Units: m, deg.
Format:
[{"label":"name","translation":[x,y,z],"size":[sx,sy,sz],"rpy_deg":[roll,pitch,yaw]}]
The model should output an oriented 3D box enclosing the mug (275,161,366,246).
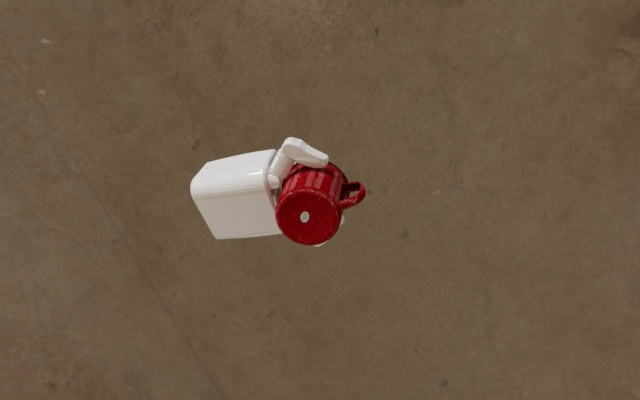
[{"label":"mug","translation":[0.001,0.002,0.606],"size":[0.117,0.093,0.081],"rpy_deg":[-10,25,13]}]
